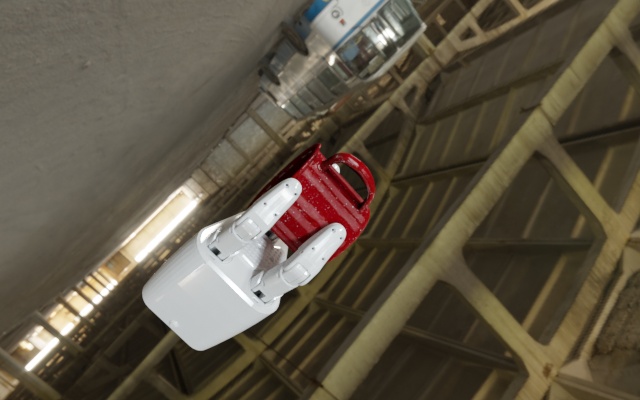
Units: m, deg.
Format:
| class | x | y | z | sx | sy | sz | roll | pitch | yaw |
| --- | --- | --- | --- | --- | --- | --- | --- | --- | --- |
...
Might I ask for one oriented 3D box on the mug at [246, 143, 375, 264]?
| class | x | y | z | sx | sy | sz | roll | pitch | yaw |
| --- | --- | --- | --- | --- | --- | --- | --- | --- | --- |
| mug | 0.001 | 0.001 | 0.440 | 0.117 | 0.081 | 0.093 | -36 | 14 | 32 |
